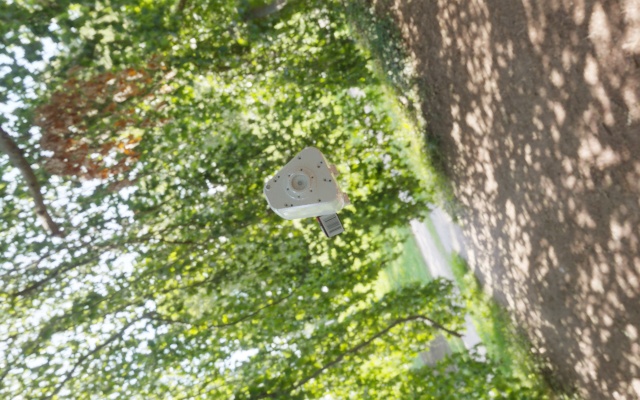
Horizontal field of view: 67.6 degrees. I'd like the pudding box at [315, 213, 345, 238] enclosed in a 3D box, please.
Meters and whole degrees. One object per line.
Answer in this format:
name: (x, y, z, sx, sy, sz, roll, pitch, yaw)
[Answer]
pudding box: (0.000, 0.003, 0.885, 0.039, 0.113, 0.090, -24, 19, 1)
